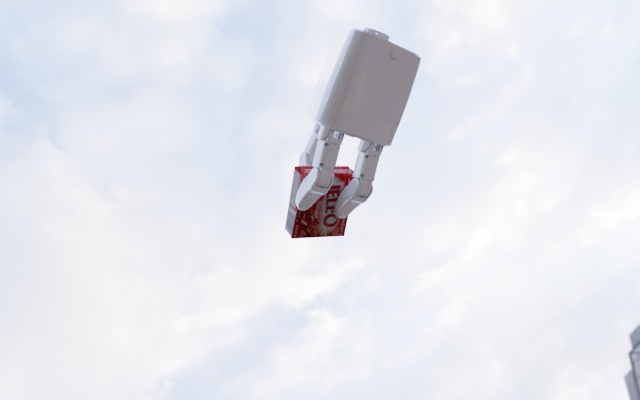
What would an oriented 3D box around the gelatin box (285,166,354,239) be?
[{"bbox_3d":[0.000,0.002,0.585,0.073,0.089,0.030,-1,26,-25],"label":"gelatin box"}]
